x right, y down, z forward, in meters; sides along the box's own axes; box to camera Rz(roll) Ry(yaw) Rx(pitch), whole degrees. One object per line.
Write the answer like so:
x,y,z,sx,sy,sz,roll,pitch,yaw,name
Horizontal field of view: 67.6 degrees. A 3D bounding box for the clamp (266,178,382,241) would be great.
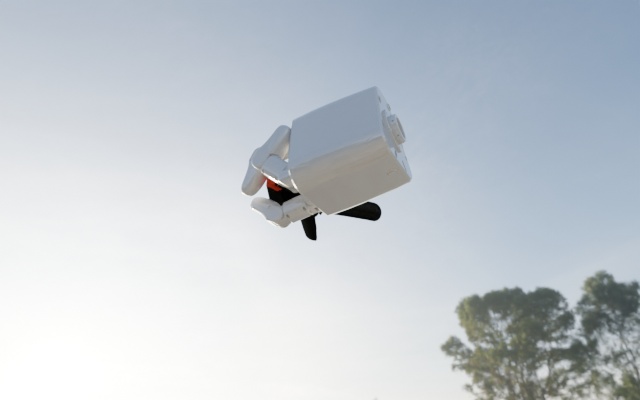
0.000,0.001,0.613,0.120,0.039,0.171,-21,-32,20,clamp
